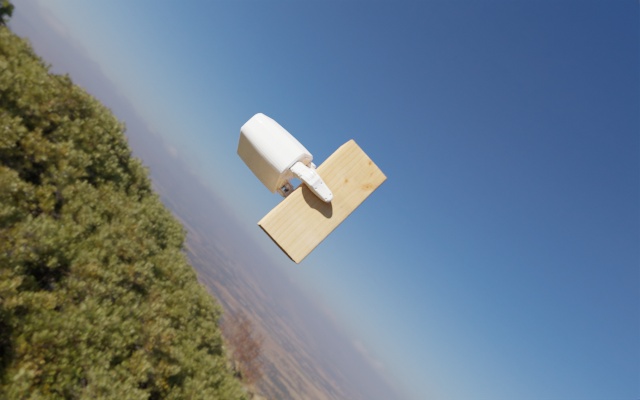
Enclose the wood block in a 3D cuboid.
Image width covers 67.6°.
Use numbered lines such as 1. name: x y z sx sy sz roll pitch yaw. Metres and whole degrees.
1. wood block: 0.000 0.002 0.813 0.206 0.090 0.091 -43 6 -9
